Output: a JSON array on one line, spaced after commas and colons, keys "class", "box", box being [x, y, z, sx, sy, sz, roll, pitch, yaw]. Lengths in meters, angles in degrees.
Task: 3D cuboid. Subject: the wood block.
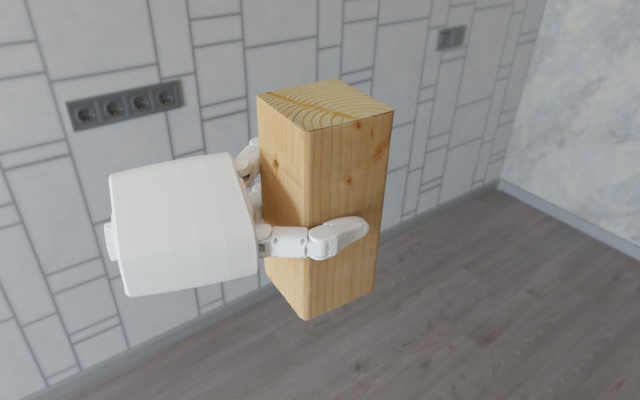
[{"class": "wood block", "box": [0.000, 0.002, 0.465, 0.090, 0.206, 0.090, -18, 38, -27]}]
